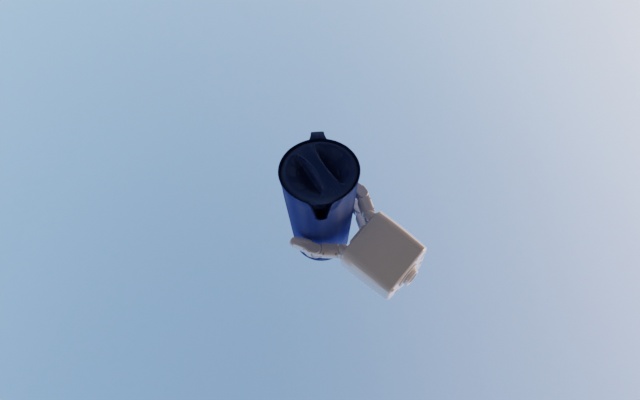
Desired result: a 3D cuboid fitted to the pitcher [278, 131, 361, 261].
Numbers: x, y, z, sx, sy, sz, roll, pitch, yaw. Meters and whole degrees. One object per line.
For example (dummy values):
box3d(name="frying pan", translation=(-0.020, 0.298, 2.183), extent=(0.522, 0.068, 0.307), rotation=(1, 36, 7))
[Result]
box3d(name="pitcher", translation=(0.000, 0.003, 0.871), extent=(0.145, 0.149, 0.243), rotation=(36, -25, 21))
